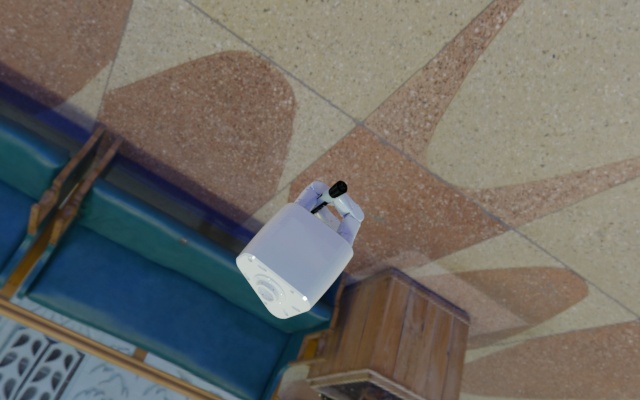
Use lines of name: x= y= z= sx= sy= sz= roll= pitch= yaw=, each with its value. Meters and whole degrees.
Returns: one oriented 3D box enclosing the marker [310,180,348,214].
marker: x=0.000 y=0.002 z=0.677 sx=0.020 sy=0.020 sz=0.121 roll=0 pitch=-22 yaw=-34
